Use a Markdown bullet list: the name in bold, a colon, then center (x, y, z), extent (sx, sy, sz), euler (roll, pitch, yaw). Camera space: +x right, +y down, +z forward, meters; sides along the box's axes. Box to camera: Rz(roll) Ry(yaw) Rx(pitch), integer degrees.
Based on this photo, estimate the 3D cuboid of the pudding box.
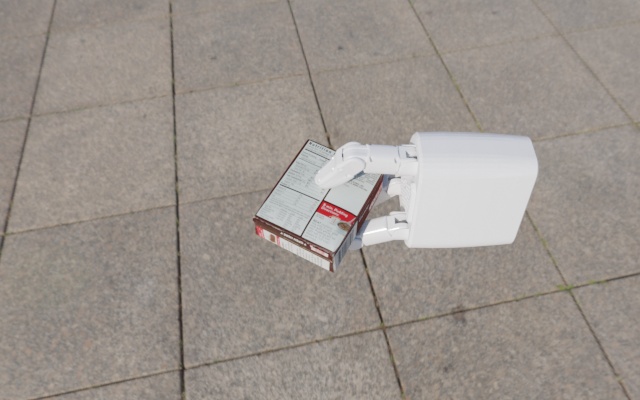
- **pudding box**: center (0.000, 0.001, 0.473), extent (0.090, 0.113, 0.039), euler (24, -32, 15)
